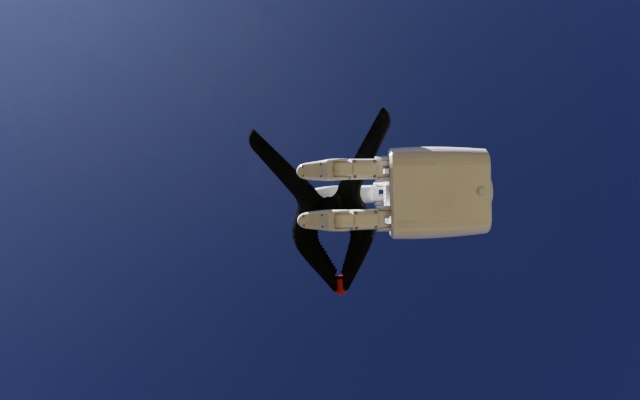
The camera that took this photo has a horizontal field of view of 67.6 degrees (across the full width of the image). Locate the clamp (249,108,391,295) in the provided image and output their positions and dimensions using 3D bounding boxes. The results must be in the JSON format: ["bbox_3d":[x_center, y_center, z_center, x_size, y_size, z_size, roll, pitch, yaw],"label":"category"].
[{"bbox_3d":[0.000,0.002,0.552,0.164,0.210,0.036,-1,0,8],"label":"clamp"}]
